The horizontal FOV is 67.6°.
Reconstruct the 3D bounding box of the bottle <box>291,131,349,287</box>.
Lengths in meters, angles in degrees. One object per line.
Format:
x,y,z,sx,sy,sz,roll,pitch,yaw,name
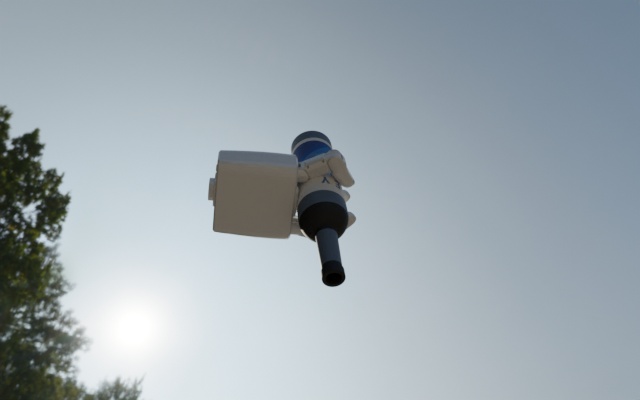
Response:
0.000,0.002,0.654,0.069,0.069,0.295,0,36,-7,bottle
